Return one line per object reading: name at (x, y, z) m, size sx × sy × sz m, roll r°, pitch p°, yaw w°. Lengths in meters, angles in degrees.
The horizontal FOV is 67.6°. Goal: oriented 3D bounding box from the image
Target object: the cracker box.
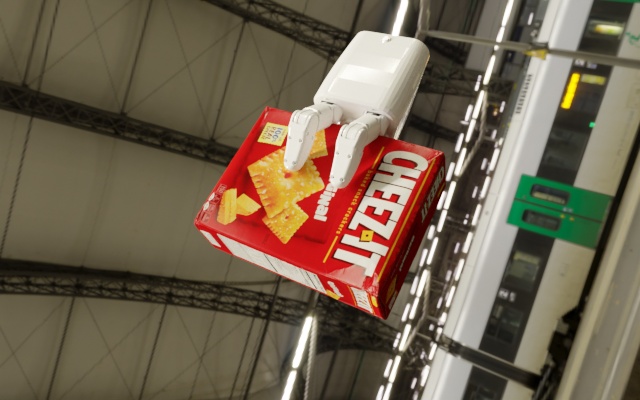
cracker box at (0.000, 0.002, 0.499) m, size 0.213 × 0.164 × 0.072 m, roll 18°, pitch -24°, yaw 25°
